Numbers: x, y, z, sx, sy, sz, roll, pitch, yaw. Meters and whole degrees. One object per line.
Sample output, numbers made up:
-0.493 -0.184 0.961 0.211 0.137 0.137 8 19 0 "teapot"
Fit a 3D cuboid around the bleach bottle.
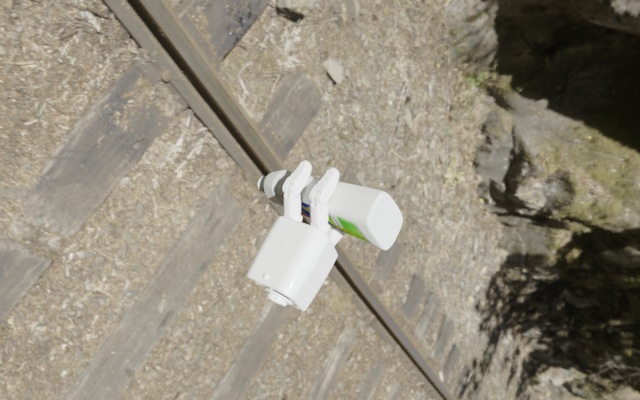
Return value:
0.000 0.002 0.766 0.251 0.068 0.103 16 -22 37 "bleach bottle"
